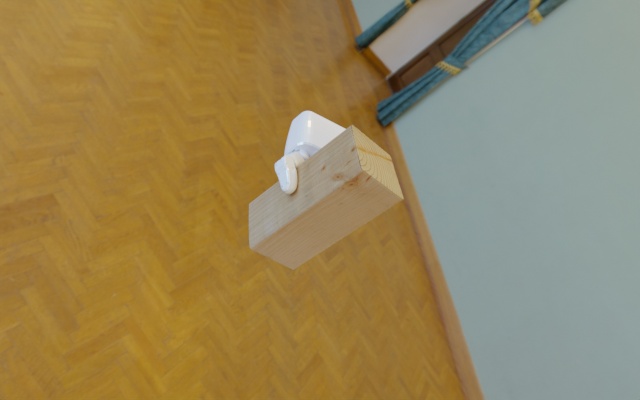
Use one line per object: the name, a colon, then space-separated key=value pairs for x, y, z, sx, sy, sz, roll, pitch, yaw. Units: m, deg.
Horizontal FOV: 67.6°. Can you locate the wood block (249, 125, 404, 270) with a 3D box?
wood block: x=0.000 y=0.002 z=0.675 sx=0.206 sy=0.090 sz=0.091 roll=-36 pitch=-49 yaw=27
